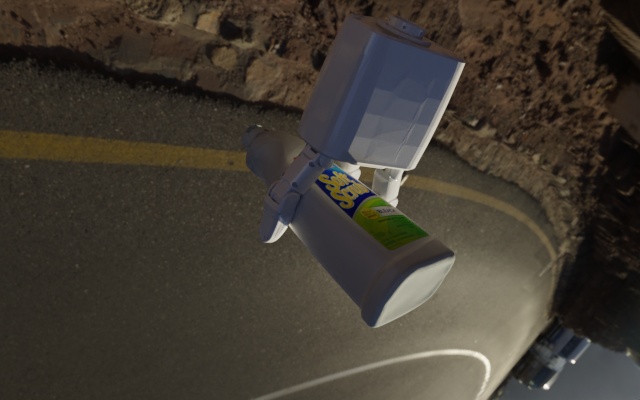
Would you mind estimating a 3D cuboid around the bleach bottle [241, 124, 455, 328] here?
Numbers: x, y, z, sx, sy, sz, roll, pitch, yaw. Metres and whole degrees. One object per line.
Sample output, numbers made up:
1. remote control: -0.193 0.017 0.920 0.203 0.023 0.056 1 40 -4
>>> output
1. bleach bottle: 0.000 0.002 0.453 0.102 0.068 0.250 -10 42 -47
